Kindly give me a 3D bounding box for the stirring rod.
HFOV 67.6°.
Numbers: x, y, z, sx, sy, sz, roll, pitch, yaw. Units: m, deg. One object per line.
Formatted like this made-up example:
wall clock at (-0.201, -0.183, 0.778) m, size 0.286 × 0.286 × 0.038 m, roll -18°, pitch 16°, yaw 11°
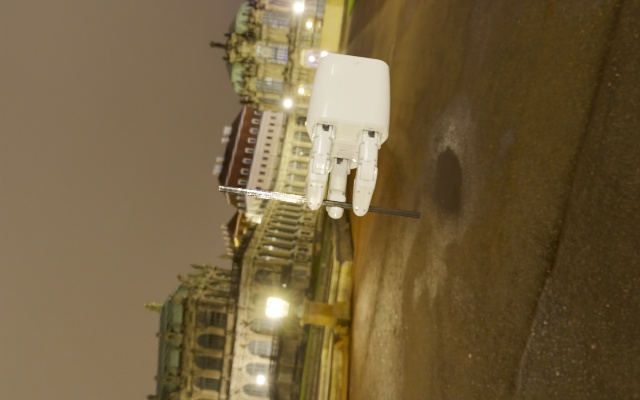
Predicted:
stirring rod at (0.000, 0.002, 0.568) m, size 0.239 × 0.011 × 0.011 m, roll 8°, pitch 0°, yaw -1°
